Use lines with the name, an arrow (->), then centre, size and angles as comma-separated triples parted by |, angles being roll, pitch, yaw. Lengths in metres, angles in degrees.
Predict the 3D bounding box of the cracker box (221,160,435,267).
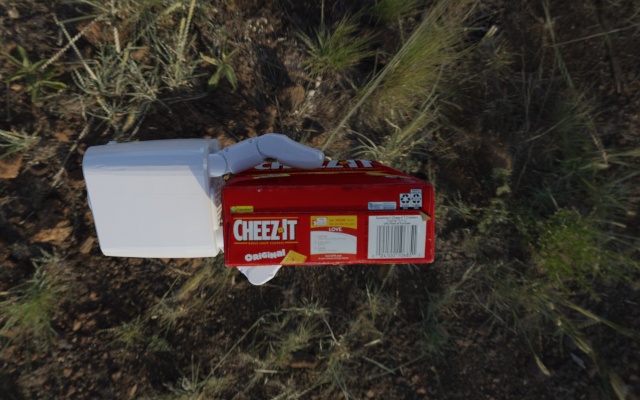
cracker box -> 0.000, 0.002, 0.462 | 0.164, 0.072, 0.213 | -1, 9, -4
